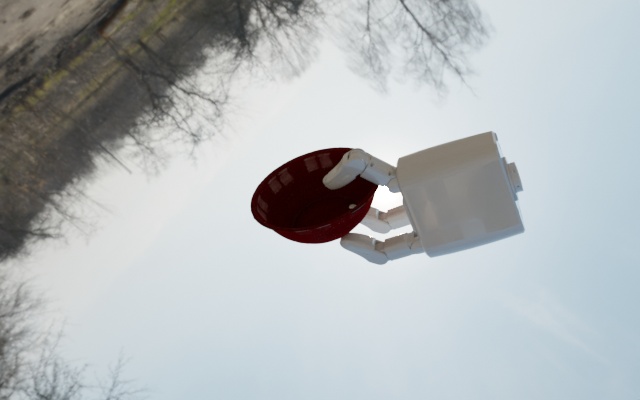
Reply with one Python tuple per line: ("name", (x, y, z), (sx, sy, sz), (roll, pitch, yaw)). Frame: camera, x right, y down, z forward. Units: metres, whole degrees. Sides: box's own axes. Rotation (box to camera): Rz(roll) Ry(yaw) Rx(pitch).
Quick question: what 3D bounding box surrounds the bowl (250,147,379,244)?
("bowl", (-0.001, 0.002, 0.577), (0.162, 0.055, 0.162), (-13, 35, 9))
